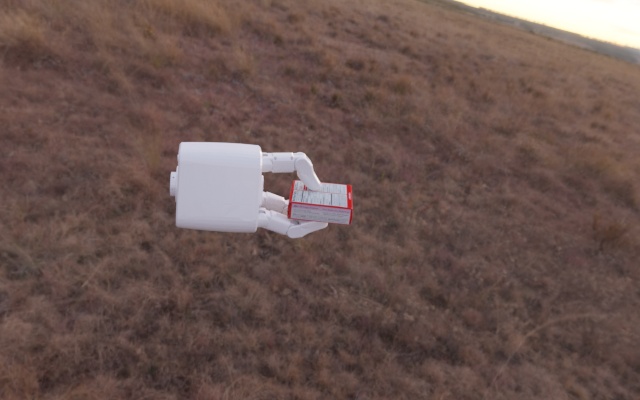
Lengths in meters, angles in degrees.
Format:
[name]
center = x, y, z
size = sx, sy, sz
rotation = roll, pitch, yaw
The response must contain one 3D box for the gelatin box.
[gelatin box]
center = 0.000, 0.002, 0.676
size = 0.089, 0.030, 0.073
rotation = 5, 27, -1
